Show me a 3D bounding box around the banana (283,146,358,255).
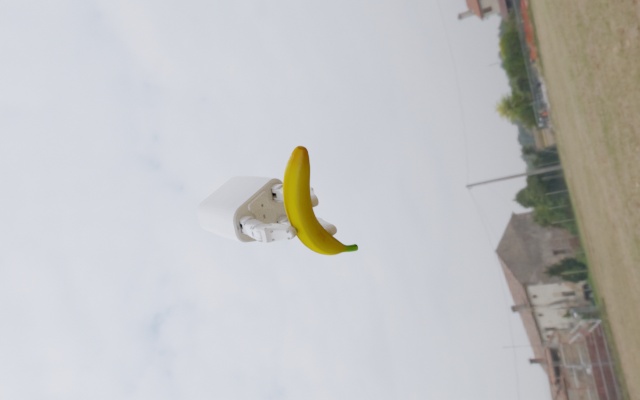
[{"bbox_3d":[-0.014,0.015,0.661,0.069,0.198,0.037,-36,37,-10],"label":"banana"}]
